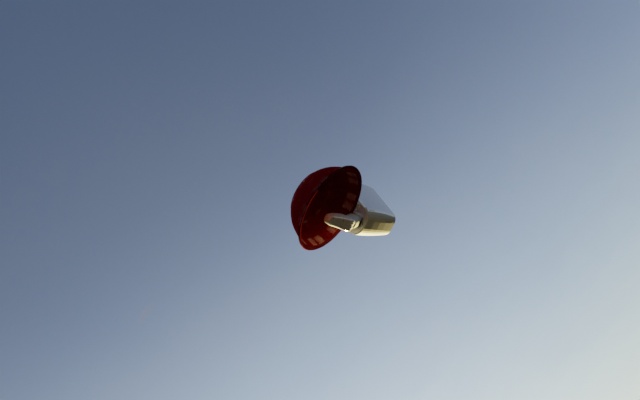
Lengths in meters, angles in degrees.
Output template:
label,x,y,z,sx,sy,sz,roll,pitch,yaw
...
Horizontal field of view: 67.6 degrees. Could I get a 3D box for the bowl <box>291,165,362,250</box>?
label,x,y,z,sx,sy,sz,roll,pitch,yaw
bowl,-0.001,0.002,0.811,0.055,0.162,0.162,32,16,28
